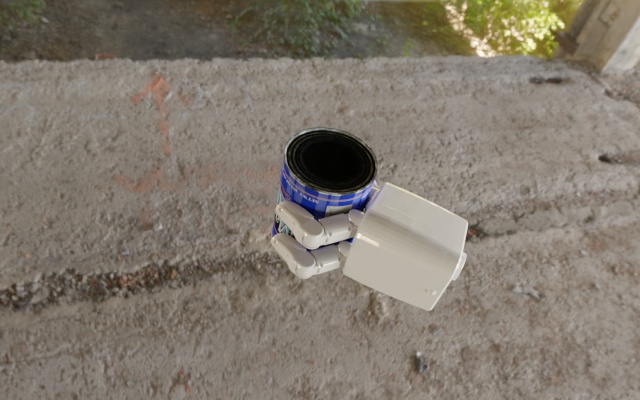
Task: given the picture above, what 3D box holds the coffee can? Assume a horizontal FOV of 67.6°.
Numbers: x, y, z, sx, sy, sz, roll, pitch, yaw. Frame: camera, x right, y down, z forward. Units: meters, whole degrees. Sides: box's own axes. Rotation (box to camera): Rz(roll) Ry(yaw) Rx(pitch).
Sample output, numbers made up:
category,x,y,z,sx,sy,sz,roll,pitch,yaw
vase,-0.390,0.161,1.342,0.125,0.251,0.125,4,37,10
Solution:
category,x,y,z,sx,sy,sz,roll,pitch,yaw
coffee can,0.000,0.002,0.553,0.103,0.102,0.140,0,-42,-13
